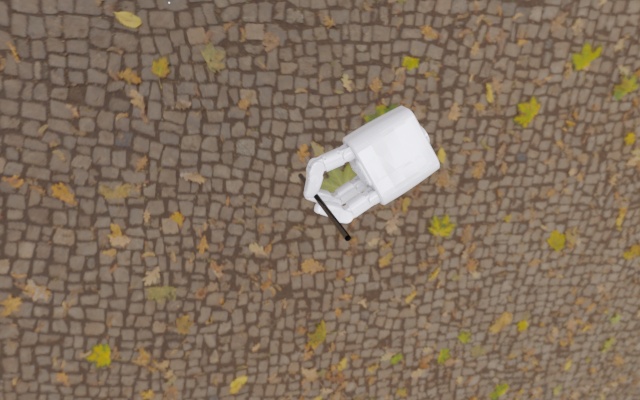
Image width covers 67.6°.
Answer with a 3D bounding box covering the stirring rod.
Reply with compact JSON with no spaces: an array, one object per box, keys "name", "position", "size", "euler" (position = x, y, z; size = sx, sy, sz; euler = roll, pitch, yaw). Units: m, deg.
[{"name":"stirring rod","position":[0.000,0.002,0.694],"size":[0.011,0.011,0.239],"euler":[0,22,-18]}]
